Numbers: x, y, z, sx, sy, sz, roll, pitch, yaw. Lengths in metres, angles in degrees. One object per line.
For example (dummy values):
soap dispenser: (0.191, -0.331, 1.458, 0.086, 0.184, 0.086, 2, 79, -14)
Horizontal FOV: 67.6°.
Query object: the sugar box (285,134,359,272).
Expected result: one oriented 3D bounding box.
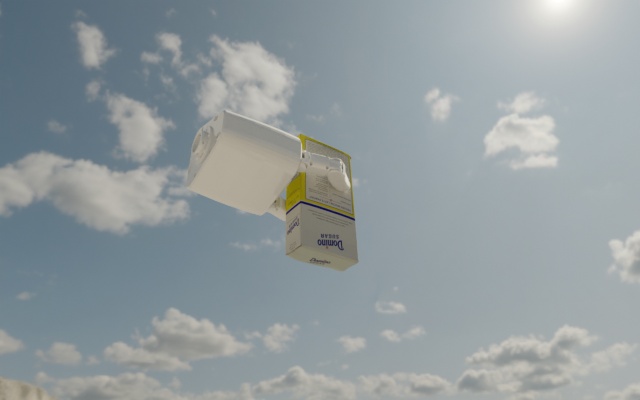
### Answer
sugar box: (0.000, 0.002, 0.655, 0.093, 0.176, 0.048, 20, -35, -29)
